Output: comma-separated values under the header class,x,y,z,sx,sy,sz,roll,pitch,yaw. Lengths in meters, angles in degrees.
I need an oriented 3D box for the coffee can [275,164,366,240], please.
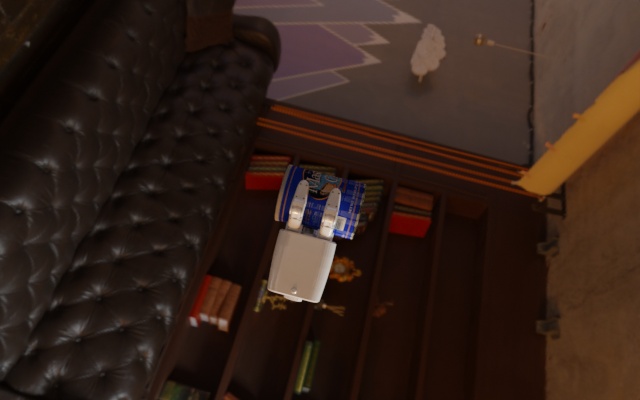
class,x,y,z,sx,sy,sz,roll,pitch,yaw
coffee can,0.000,0.003,0.844,0.140,0.103,0.103,14,0,1
